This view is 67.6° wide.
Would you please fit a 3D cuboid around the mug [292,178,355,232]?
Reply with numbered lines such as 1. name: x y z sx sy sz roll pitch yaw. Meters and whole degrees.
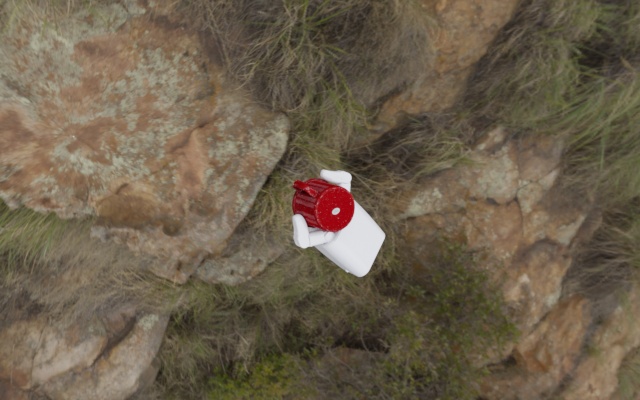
1. mug: -0.001 0.002 0.841 0.117 0.093 0.081 43 -13 -27
